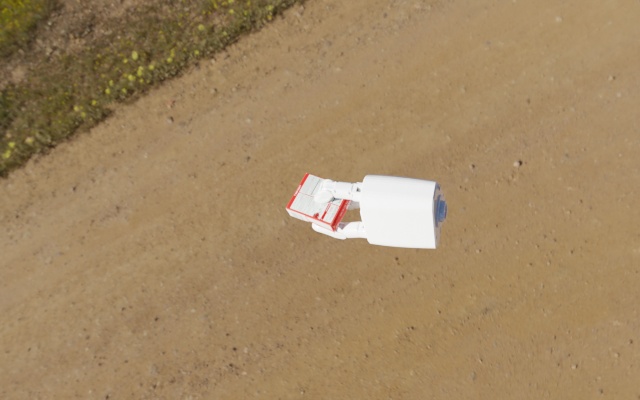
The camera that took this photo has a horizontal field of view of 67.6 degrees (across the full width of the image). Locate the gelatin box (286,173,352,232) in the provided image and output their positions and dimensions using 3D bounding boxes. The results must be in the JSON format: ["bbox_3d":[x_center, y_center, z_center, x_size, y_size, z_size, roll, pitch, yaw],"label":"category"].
[{"bbox_3d":[0.000,0.002,0.778,0.089,0.073,0.030,19,-21,24],"label":"gelatin box"}]
